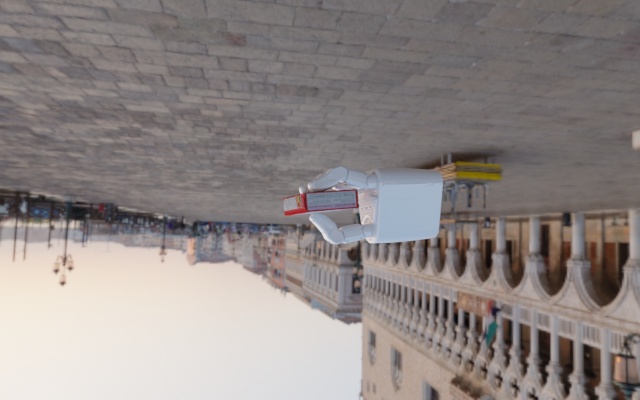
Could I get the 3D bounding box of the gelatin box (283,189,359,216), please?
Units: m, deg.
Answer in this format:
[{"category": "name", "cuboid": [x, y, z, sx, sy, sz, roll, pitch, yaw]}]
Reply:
[{"category": "gelatin box", "cuboid": [0.000, 0.003, 0.697, 0.089, 0.030, 0.073, -5, -2, -29]}]
